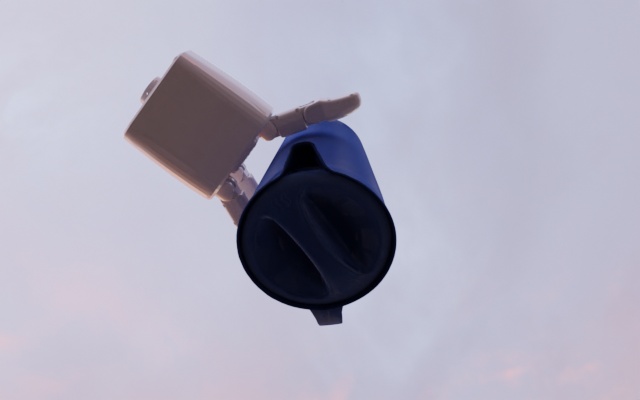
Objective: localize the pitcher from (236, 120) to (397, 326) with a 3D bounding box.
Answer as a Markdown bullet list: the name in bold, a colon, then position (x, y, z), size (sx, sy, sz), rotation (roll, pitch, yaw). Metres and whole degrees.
- **pitcher**: position (0.000, 0.002, 0.504), size (0.145, 0.149, 0.242), rotation (34, 20, -12)
